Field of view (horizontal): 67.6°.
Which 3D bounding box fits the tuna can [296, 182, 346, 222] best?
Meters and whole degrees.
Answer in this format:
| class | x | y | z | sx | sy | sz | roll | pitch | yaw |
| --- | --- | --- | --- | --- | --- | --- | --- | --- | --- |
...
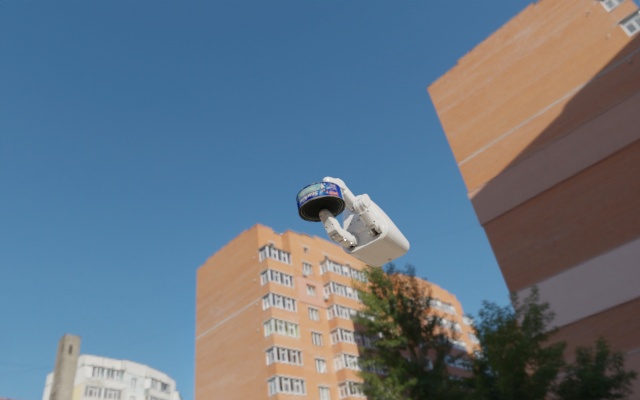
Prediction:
| class | x | y | z | sx | sy | sz | roll | pitch | yaw |
| --- | --- | --- | --- | --- | --- | --- | --- | --- | --- |
| tuna can | 0.000 | 0.002 | 0.852 | 0.086 | 0.033 | 0.086 | -9 | -31 | -6 |
